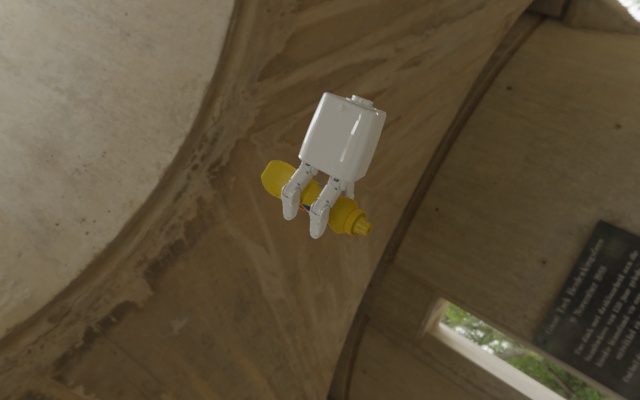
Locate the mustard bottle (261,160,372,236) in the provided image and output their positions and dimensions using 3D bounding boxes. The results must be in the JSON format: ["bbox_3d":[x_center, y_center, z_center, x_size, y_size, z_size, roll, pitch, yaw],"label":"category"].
[{"bbox_3d":[0.000,0.003,0.758,0.191,0.058,0.096,29,-7,28],"label":"mustard bottle"}]
